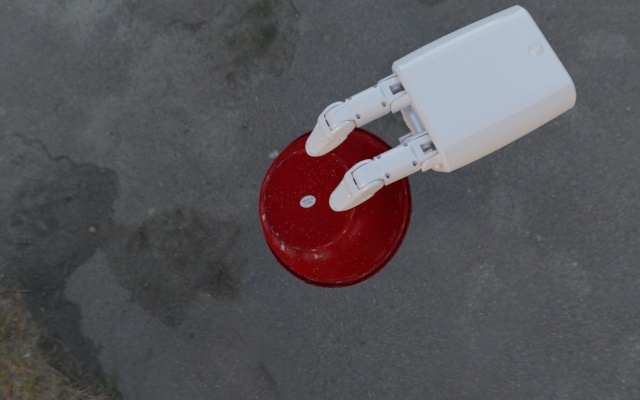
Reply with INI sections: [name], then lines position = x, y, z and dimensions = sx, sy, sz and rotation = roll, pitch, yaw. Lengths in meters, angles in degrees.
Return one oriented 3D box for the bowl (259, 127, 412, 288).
[bowl]
position = -0.001, 0.002, 0.447
dimensions = 0.162, 0.162, 0.055
rotation = 0, -6, 25
